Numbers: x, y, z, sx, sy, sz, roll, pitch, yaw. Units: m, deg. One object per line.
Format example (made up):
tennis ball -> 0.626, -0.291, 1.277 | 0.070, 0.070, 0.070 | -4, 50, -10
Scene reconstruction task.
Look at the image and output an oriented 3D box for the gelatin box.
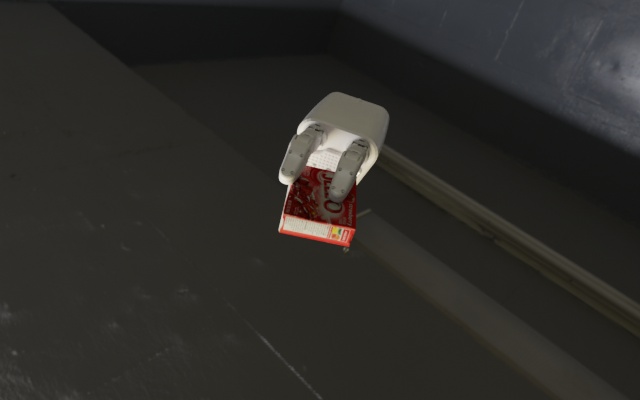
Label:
gelatin box -> 0.000, 0.002, 0.500 | 0.073, 0.030, 0.089 | 13, 40, -4
